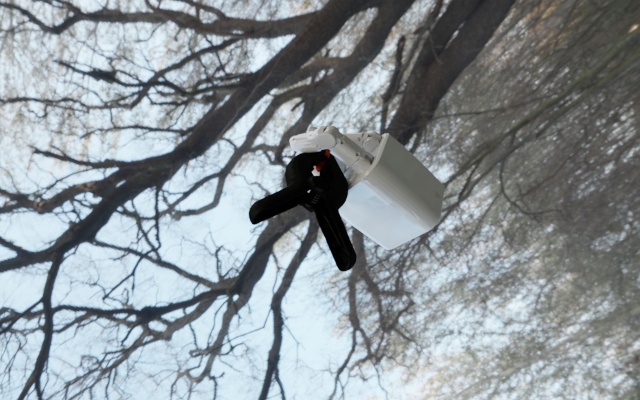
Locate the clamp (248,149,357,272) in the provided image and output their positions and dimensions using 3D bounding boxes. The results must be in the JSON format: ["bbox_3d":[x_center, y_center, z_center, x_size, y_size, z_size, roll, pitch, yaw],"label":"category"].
[{"bbox_3d":[0.000,0.002,0.531,0.039,0.120,0.171,-43,12,37],"label":"clamp"}]
